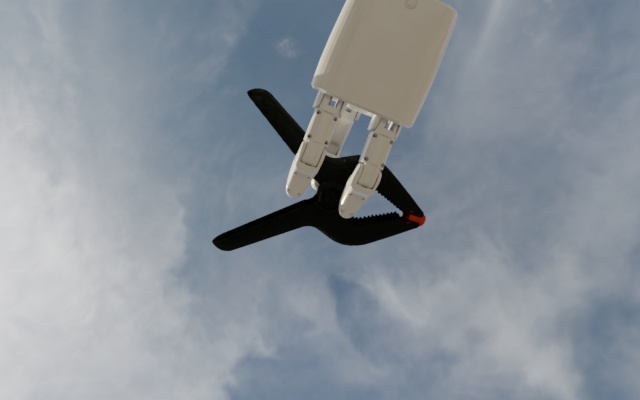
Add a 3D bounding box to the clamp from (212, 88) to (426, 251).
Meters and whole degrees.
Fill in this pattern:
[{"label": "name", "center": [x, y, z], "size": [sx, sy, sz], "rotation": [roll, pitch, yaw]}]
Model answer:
[{"label": "clamp", "center": [0.001, 0.001, 0.482], "size": [0.210, 0.164, 0.036], "rotation": [21, 15, -11]}]
